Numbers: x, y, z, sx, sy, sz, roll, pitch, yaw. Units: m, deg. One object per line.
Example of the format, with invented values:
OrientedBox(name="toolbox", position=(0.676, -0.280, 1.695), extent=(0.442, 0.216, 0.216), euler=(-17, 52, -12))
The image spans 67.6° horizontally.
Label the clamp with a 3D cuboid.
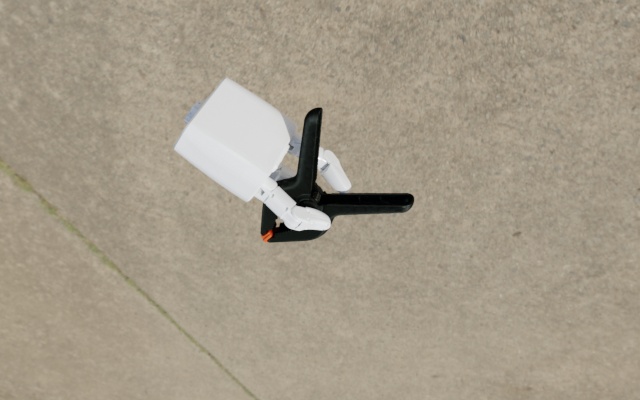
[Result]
OrientedBox(name="clamp", position=(-0.001, 0.003, 0.597), extent=(0.164, 0.036, 0.210), euler=(37, -51, -10))
